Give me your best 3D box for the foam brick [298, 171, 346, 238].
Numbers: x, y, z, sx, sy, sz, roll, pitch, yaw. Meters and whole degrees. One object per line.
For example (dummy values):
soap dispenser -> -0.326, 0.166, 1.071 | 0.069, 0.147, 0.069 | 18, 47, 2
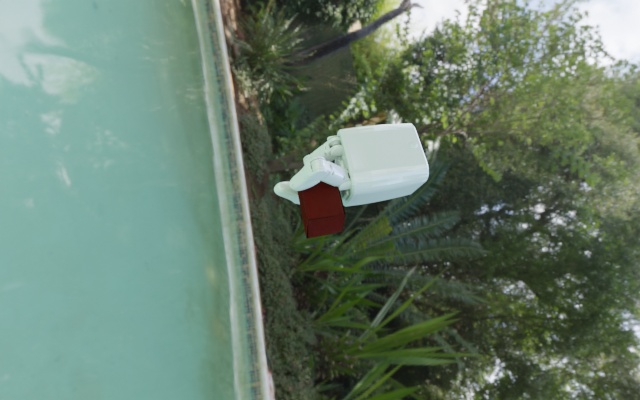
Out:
foam brick -> 0.000, 0.002, 0.640 | 0.051, 0.078, 0.053 | -8, -29, -8
